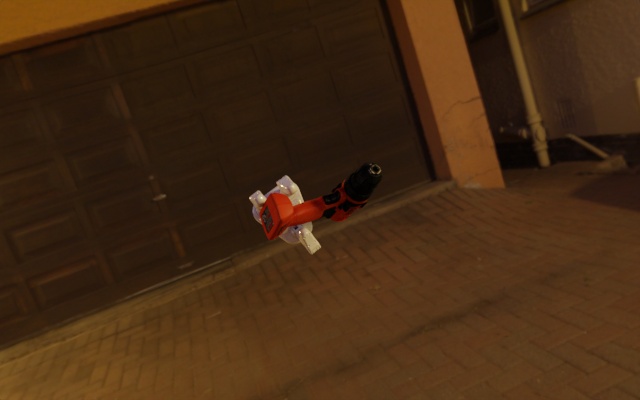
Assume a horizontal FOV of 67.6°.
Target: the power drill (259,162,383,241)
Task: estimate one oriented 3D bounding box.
[{"bbox_3d":[0.000,0.003,0.812,0.187,0.057,0.184,-13,-21,-25],"label":"power drill"}]
